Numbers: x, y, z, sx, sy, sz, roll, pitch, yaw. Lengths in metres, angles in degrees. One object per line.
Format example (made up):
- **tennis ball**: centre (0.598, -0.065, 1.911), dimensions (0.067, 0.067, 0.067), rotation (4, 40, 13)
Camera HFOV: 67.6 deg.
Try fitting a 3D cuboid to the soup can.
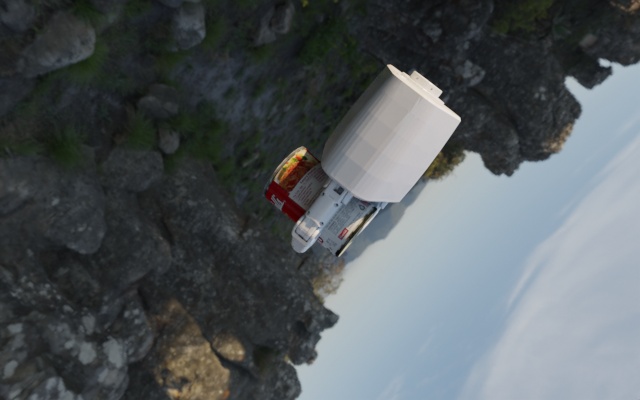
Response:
- **soup can**: centre (0.000, 0.002, 0.498), dimensions (0.102, 0.068, 0.068), rotation (40, 6, 7)
